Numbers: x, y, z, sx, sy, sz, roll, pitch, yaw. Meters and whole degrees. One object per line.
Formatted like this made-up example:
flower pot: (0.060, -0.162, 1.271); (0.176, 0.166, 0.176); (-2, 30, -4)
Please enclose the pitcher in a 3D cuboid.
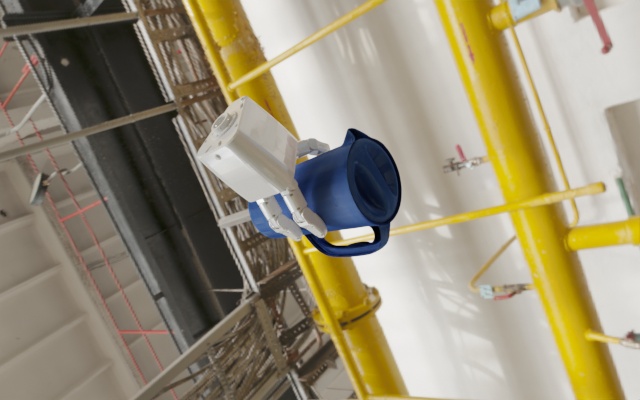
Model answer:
pitcher: (0.000, 0.002, 0.765); (0.243, 0.149, 0.145); (-15, -43, 41)
